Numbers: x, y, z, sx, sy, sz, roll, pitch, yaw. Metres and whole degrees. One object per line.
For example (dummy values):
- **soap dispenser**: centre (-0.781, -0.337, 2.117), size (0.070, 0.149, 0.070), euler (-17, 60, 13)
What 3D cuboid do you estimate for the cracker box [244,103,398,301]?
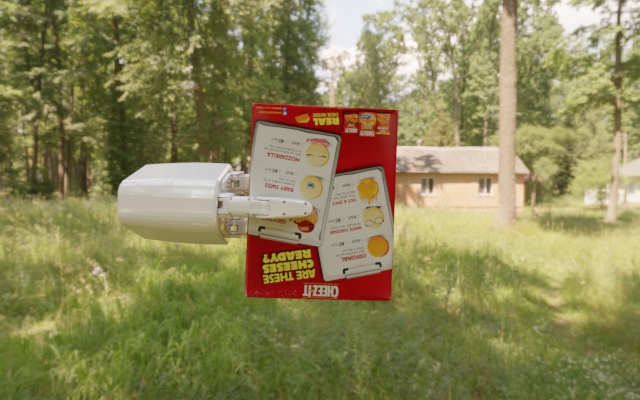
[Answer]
- **cracker box**: centre (0.000, 0.002, 0.552), size (0.164, 0.213, 0.072), euler (2, 1, -2)
